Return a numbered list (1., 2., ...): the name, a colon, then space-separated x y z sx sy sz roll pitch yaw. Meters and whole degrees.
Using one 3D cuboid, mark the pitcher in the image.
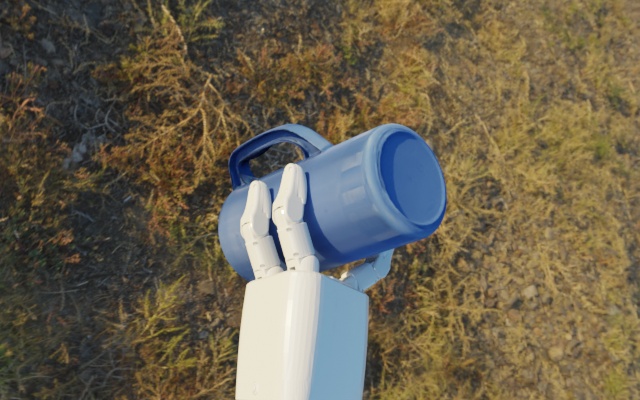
1. pitcher: 0.000 0.002 0.503 0.149 0.145 0.243 24 -30 -33
